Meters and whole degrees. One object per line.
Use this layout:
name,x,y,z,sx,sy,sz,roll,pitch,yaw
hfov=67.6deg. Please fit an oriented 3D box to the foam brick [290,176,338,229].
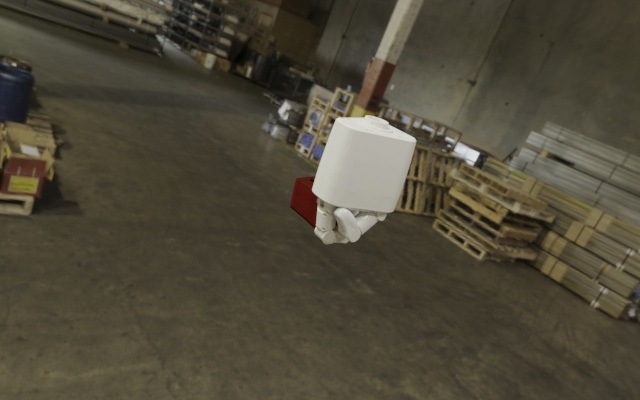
foam brick,0.000,0.002,0.704,0.053,0.051,0.078,-9,32,-36
